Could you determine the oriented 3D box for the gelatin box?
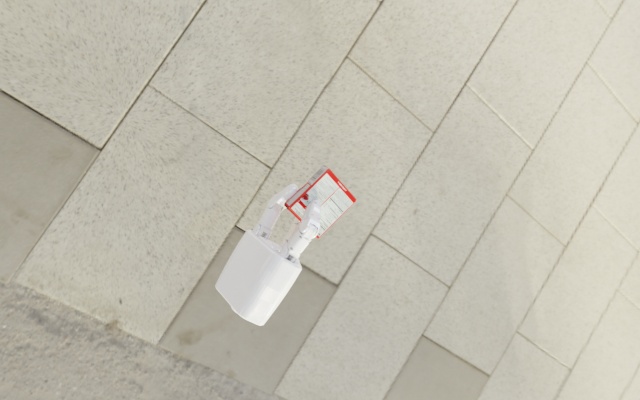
[{"bbox_3d":[0.001,0.002,0.742,0.073,0.089,0.030,47,-3,-24],"label":"gelatin box"}]
